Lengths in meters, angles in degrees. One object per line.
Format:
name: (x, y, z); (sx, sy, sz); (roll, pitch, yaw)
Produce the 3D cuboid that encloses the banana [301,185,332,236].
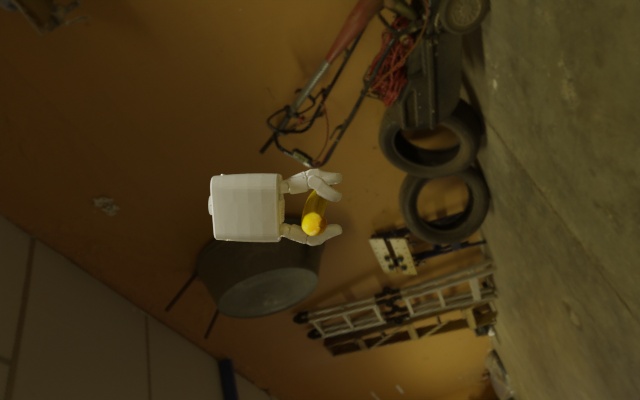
banana: (-0.007, 0.016, 0.785); (0.037, 0.070, 0.197); (23, 25, -6)
